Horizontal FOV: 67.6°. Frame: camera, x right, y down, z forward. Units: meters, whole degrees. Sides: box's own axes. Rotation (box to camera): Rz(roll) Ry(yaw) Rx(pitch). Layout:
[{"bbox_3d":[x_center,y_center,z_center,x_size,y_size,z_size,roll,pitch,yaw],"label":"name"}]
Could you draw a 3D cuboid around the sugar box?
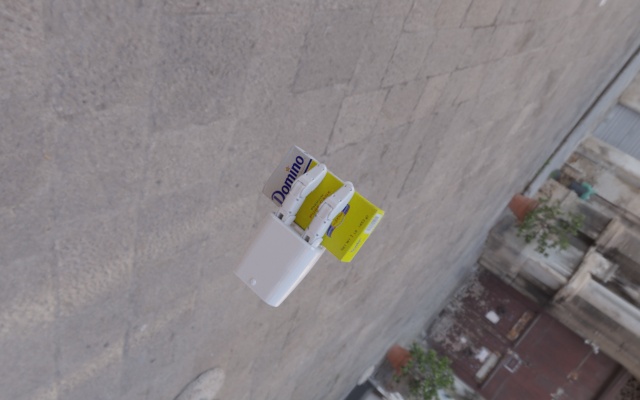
[{"bbox_3d":[0.000,0.002,0.721,0.176,0.093,0.048,38,7,22],"label":"sugar box"}]
